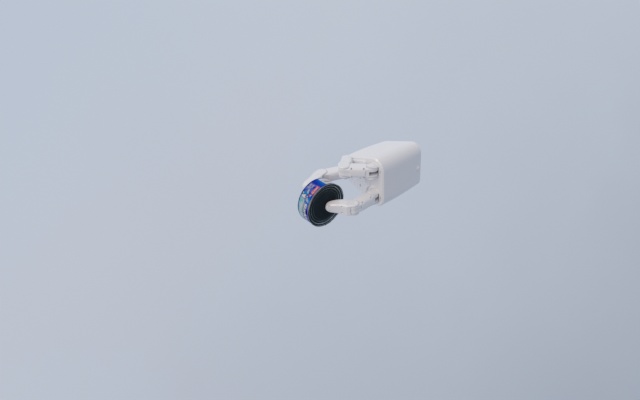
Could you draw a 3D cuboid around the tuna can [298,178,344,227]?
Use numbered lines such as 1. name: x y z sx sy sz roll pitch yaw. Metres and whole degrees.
1. tuna can: 0.000 0.003 0.872 0.086 0.086 0.033 0 24 -46
